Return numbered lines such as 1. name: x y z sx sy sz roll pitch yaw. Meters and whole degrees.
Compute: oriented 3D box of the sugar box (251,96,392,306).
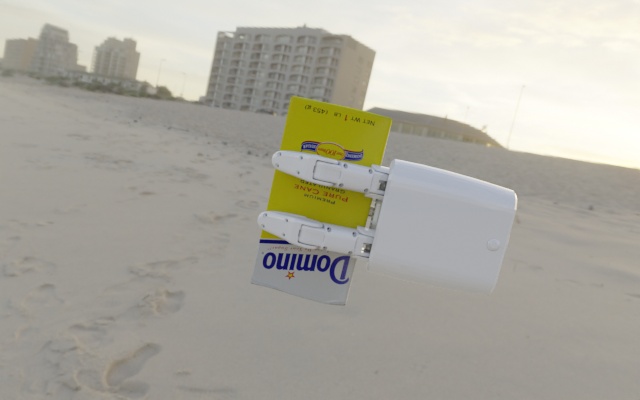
1. sugar box: 0.000 0.001 0.440 0.093 0.176 0.048 13 6 5
